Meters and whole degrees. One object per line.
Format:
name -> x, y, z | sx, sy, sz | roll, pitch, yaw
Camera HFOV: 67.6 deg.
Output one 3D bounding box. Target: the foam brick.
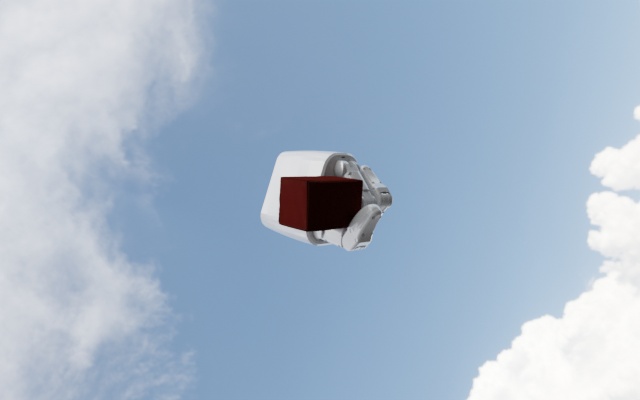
foam brick -> 0.000, 0.002, 0.512 | 0.078, 0.053, 0.051 | -2, 9, -40
